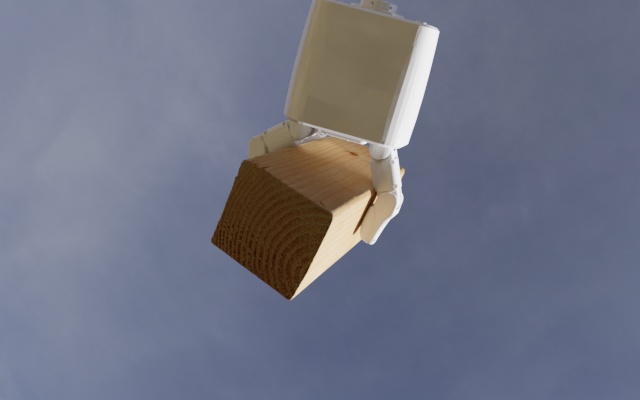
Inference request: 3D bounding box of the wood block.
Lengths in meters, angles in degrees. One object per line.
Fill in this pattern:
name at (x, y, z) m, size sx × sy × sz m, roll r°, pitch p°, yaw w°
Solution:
wood block at (0.001, 0.001, 0.475) m, size 0.091 × 0.090 × 0.206 m, roll 33°, pitch 25°, yaw 15°
